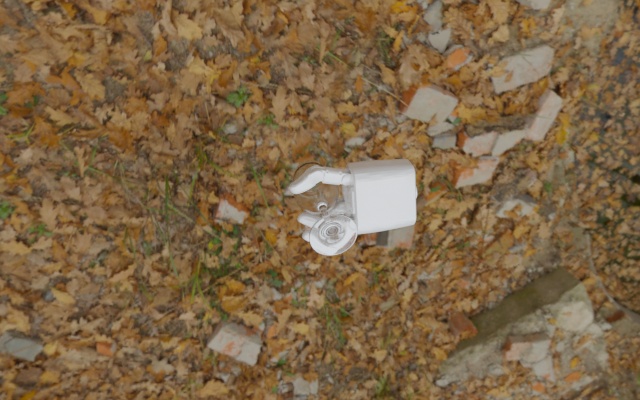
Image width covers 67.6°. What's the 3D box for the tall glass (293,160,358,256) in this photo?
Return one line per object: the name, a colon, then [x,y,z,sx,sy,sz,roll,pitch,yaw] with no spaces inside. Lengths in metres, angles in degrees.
tall glass: [0.000,0.003,0.791,0.079,0.079,0.201,0,30,-14]
